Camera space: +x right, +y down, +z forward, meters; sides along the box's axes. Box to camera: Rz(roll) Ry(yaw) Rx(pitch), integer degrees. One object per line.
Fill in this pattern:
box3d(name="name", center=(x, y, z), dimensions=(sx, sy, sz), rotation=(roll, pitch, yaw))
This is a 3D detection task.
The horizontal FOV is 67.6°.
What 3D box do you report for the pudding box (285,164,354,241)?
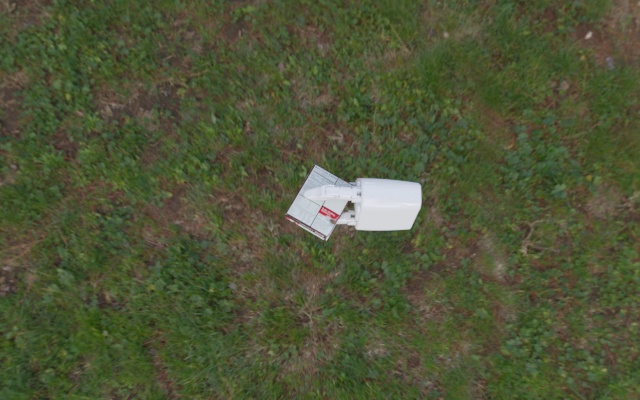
box3d(name="pudding box", center=(0.000, 0.003, 0.871), dimensions=(0.090, 0.113, 0.039), rotation=(30, -14, 3))
